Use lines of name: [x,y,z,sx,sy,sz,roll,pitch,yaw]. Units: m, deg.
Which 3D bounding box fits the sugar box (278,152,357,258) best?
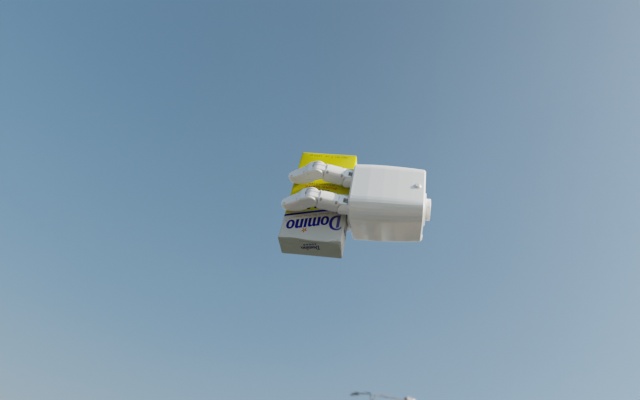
sugar box: [0.000,0.002,0.733,0.093,0.176,0.048,4,-43,10]
